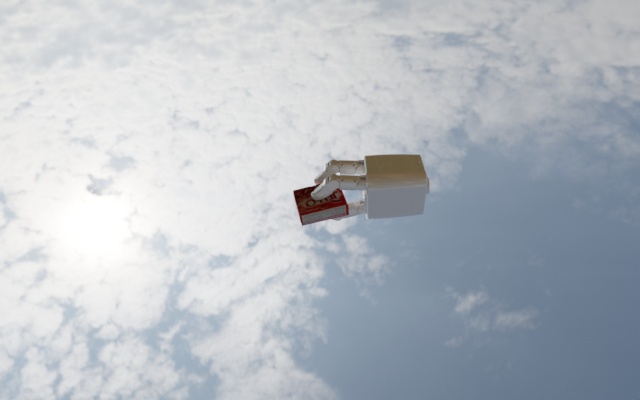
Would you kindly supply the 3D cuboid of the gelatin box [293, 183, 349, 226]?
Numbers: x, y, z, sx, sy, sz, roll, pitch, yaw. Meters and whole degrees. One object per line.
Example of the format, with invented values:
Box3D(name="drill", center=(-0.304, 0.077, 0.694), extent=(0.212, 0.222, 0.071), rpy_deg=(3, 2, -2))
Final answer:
Box3D(name="gelatin box", center=(0.000, 0.003, 0.867), extent=(0.089, 0.030, 0.073), rpy_deg=(-14, 42, -4))
